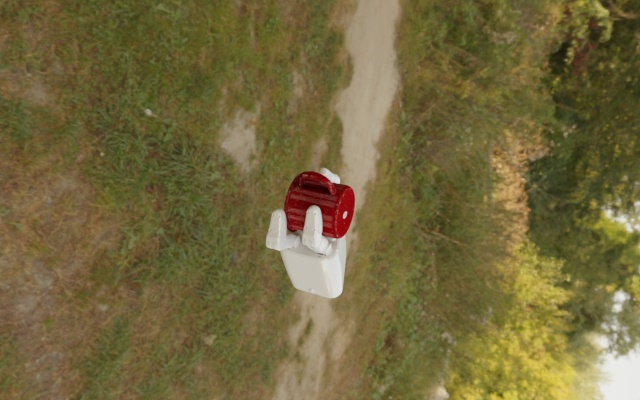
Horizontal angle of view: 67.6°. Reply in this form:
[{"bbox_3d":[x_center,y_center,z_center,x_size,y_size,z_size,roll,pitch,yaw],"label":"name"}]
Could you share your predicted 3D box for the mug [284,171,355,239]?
[{"bbox_3d":[0.000,0.001,0.711,0.081,0.117,0.093,12,48,22],"label":"mug"}]
